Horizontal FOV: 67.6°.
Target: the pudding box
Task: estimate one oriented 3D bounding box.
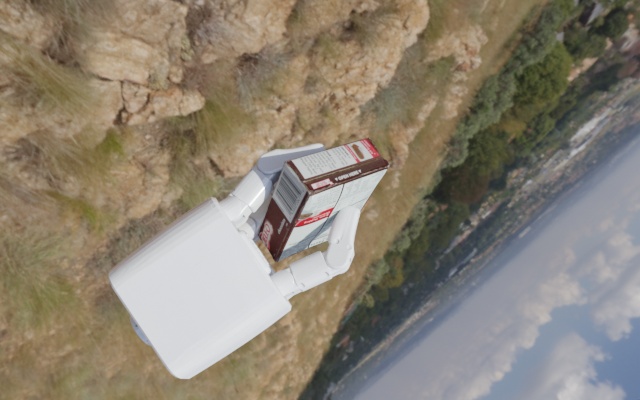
[{"bbox_3d":[0.000,0.002,0.431,0.090,0.039,0.114,-21,-25,-33],"label":"pudding box"}]
